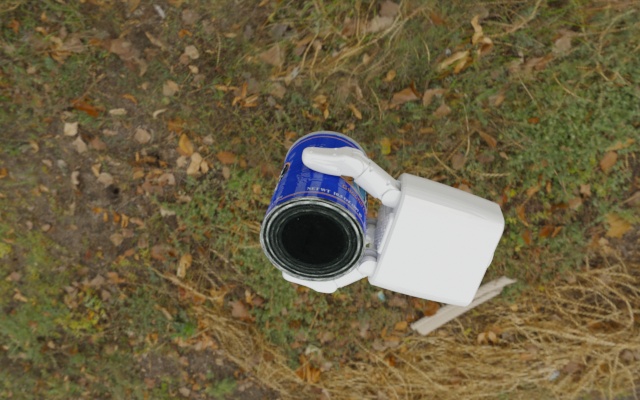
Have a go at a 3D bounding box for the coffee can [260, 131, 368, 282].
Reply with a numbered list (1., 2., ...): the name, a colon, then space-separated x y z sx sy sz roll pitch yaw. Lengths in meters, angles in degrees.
1. coffee can: 0.000 0.001 0.511 0.103 0.103 0.140 0 34 8
